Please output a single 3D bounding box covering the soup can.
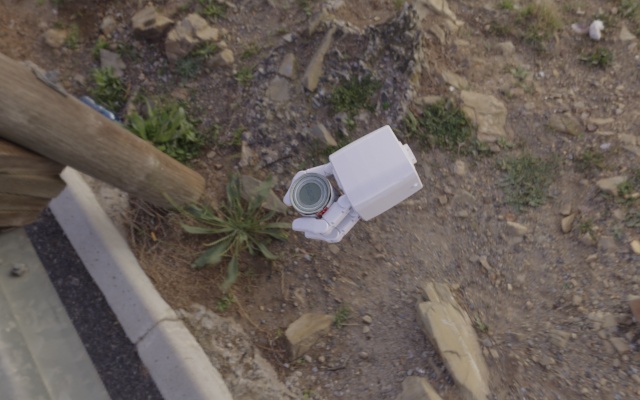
[{"bbox_3d":[0.000,0.003,0.753,0.068,0.068,0.102,0,-15,19],"label":"soup can"}]
